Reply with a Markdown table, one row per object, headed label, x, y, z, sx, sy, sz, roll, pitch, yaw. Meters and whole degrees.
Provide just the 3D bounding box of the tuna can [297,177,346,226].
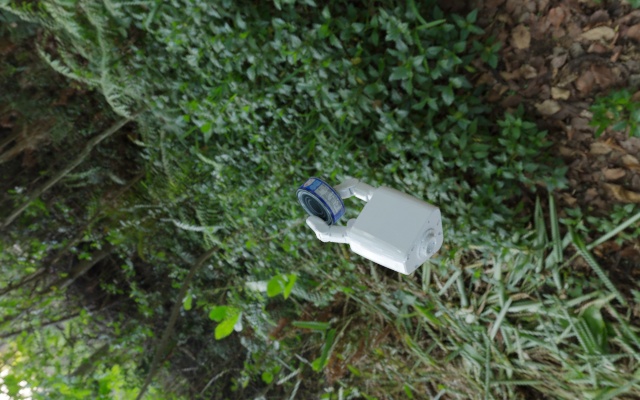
| label | x | y | z | sx | sy | sz | roll | pitch | yaw |
| --- | --- | --- | --- | --- | --- | --- | --- | --- | --- |
| tuna can | 0.000 | 0.003 | 0.809 | 0.033 | 0.086 | 0.086 | -44 | 20 | -22 |
